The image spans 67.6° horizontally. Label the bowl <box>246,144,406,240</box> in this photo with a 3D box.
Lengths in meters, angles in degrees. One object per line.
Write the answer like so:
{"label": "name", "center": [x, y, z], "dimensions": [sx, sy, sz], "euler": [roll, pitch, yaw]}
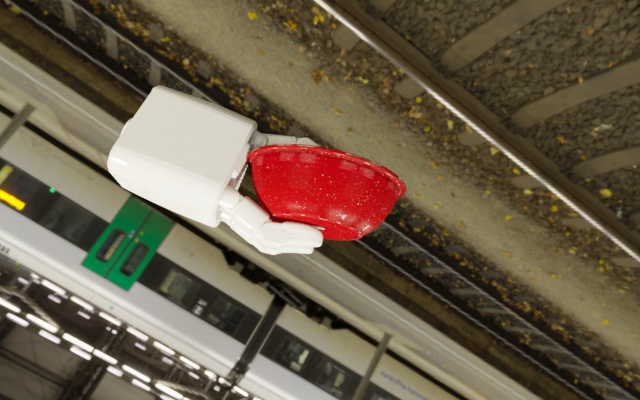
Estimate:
{"label": "bowl", "center": [0.001, 0.002, 0.471], "dimensions": [0.162, 0.055, 0.162], "euler": [10, -15, 3]}
